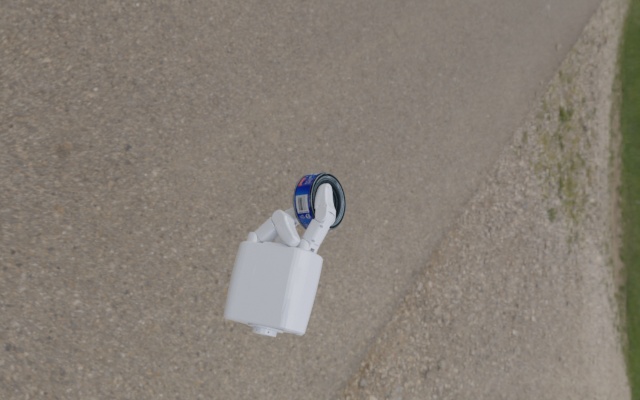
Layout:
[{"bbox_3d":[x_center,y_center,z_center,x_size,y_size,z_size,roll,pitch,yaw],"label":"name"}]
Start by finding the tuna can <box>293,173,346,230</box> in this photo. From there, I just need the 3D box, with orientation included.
[{"bbox_3d":[0.001,0.002,0.699,0.034,0.086,0.086,-7,-4,39],"label":"tuna can"}]
